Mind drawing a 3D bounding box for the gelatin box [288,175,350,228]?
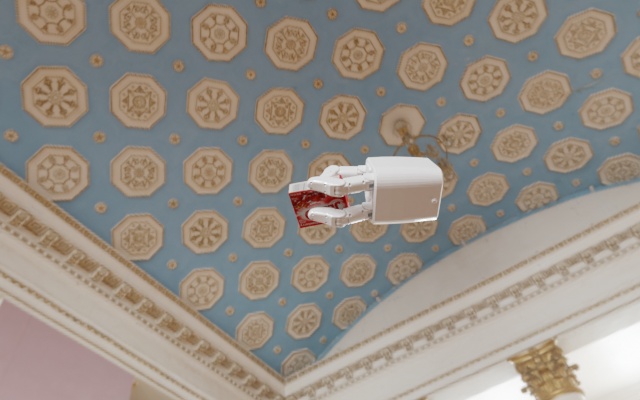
[{"bbox_3d":[0.000,0.002,0.771,0.089,0.073,0.030,-10,35,9],"label":"gelatin box"}]
